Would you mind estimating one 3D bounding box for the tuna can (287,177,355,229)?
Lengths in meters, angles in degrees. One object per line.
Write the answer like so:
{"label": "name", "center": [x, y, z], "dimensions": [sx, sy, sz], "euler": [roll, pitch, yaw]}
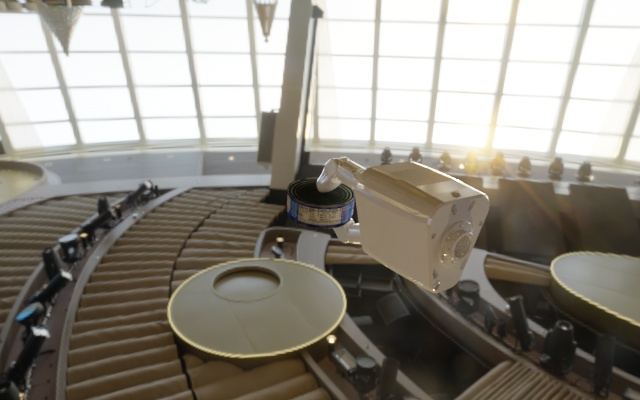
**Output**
{"label": "tuna can", "center": [0.000, 0.002, 0.603], "dimensions": [0.086, 0.034, 0.086], "euler": [4, 25, -2]}
